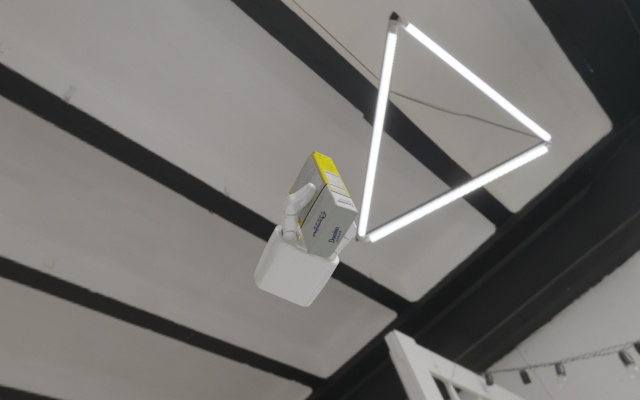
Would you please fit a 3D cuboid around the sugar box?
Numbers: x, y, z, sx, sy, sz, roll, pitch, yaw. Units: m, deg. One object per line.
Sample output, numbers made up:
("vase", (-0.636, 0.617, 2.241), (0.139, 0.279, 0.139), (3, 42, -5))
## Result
("sugar box", (0.001, 0.003, 0.765), (0.048, 0.093, 0.176), (18, 27, -26))
